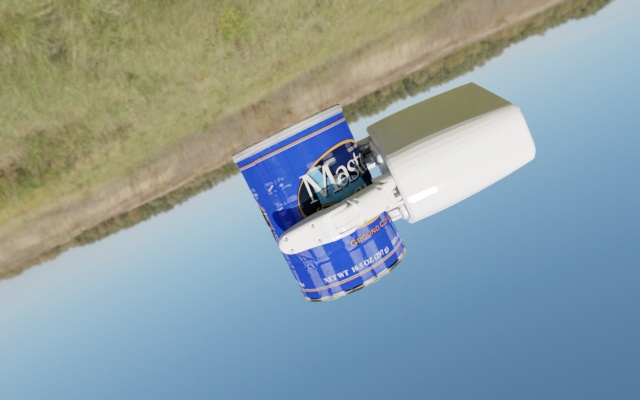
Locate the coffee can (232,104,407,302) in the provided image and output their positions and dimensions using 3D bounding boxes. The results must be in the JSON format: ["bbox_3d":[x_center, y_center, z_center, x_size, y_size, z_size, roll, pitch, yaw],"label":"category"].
[{"bbox_3d":[0.000,0.001,0.419,0.103,0.140,0.103,-25,8,4],"label":"coffee can"}]
